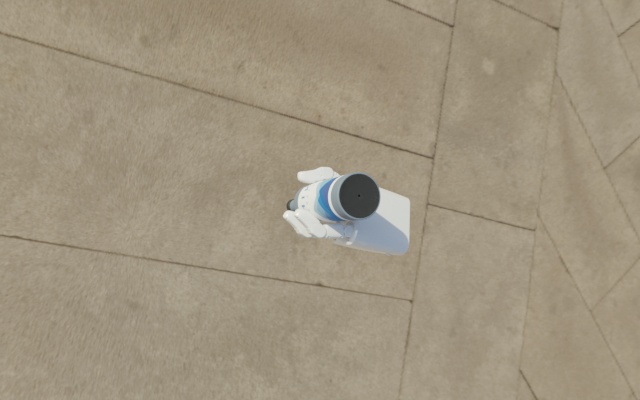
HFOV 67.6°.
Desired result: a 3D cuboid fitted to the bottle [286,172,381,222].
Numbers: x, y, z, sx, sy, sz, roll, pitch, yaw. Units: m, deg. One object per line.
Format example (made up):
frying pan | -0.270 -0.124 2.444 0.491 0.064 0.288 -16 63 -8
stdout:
bottle | 0.000 0.003 0.793 0.069 0.069 0.296 0 -3 -21
